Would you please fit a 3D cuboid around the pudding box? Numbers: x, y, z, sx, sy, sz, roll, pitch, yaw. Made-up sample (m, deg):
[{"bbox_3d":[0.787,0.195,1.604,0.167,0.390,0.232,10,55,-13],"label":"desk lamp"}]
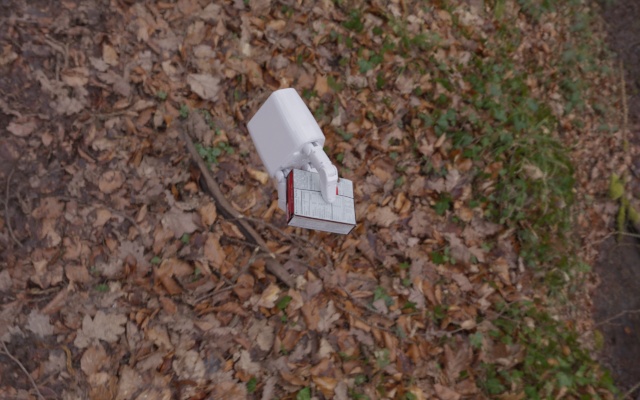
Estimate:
[{"bbox_3d":[0.000,0.002,0.774,0.113,0.090,0.039,10,-32,-19],"label":"pudding box"}]
